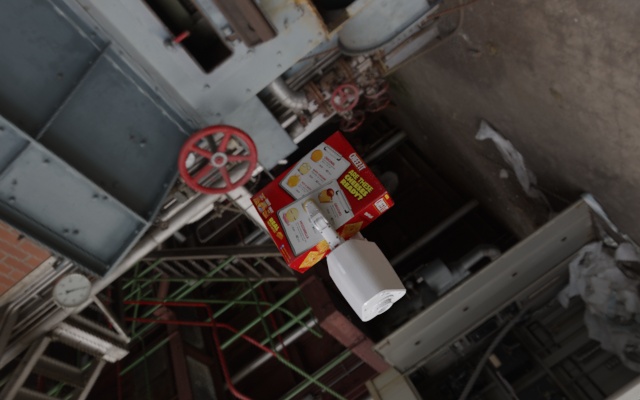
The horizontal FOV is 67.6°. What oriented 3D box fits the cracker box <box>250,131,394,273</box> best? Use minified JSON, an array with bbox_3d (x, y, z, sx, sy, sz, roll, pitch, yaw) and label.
[{"bbox_3d":[0.000,0.003,0.877,0.214,0.164,0.072,-37,-29,4],"label":"cracker box"}]
